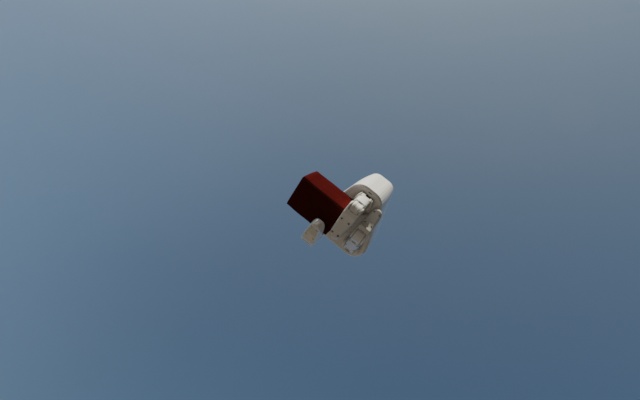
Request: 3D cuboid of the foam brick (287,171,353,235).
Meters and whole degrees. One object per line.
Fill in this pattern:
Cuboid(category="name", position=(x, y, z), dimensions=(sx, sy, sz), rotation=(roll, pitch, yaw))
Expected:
Cuboid(category="foam brick", position=(0.000, 0.002, 0.714), dimensions=(0.078, 0.053, 0.051), rotation=(39, 26, 7))
